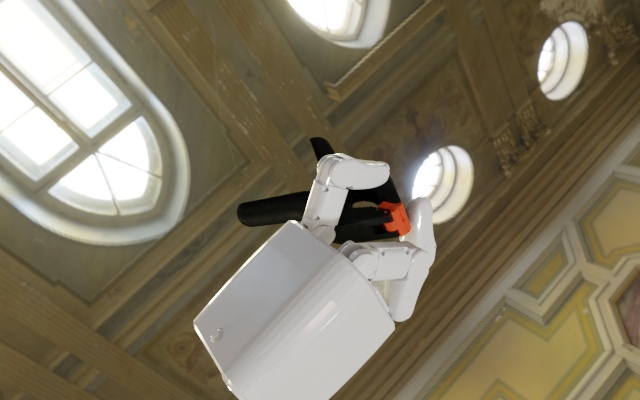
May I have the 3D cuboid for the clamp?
[{"bbox_3d":[0.001,0.002,0.419,0.171,0.120,0.039,31,-18,53],"label":"clamp"}]
